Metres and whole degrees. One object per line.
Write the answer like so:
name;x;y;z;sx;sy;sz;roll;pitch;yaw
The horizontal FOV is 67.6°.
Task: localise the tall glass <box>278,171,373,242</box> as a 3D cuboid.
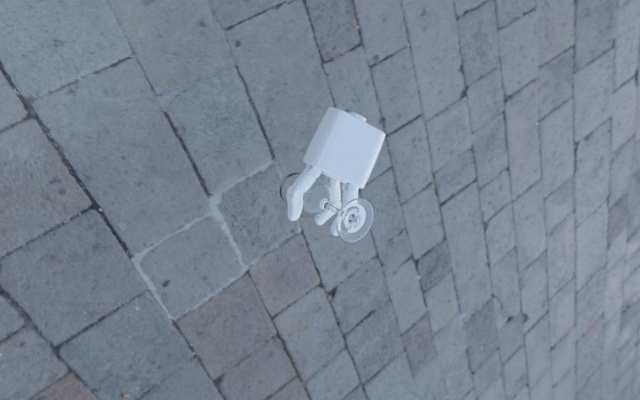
tall glass;0.000;0.003;0.839;0.079;0.079;0.201;0;17;-36
